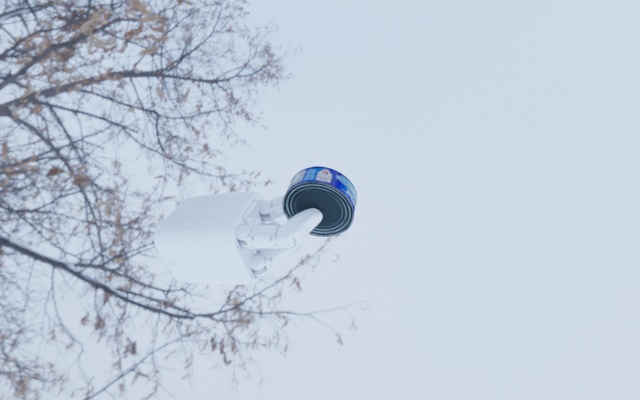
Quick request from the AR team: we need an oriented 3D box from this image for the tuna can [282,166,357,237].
[{"bbox_3d":[0.000,0.001,0.567,0.086,0.086,0.033,0,41,16],"label":"tuna can"}]
